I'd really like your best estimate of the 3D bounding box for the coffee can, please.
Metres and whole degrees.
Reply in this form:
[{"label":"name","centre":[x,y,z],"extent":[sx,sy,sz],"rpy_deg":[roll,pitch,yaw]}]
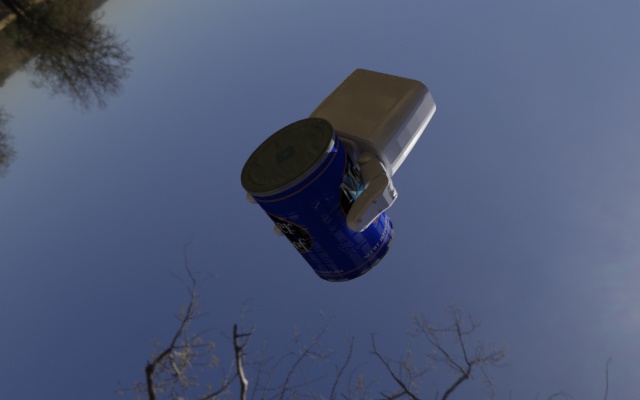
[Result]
[{"label":"coffee can","centre":[0.000,0.002,0.491],"extent":[0.103,0.102,0.140],"rpy_deg":[0,-42,41]}]
